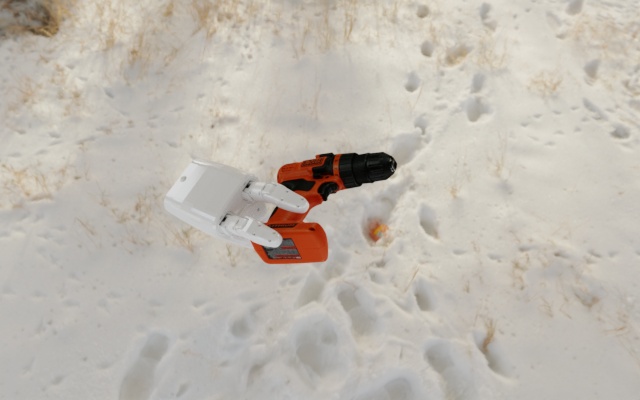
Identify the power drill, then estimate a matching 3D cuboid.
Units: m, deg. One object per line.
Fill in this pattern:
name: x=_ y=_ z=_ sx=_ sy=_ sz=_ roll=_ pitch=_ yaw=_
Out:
power drill: x=0.000 y=0.002 z=0.643 sx=0.184 sy=0.057 sz=0.187 roll=-8 pitch=33 yaw=29
